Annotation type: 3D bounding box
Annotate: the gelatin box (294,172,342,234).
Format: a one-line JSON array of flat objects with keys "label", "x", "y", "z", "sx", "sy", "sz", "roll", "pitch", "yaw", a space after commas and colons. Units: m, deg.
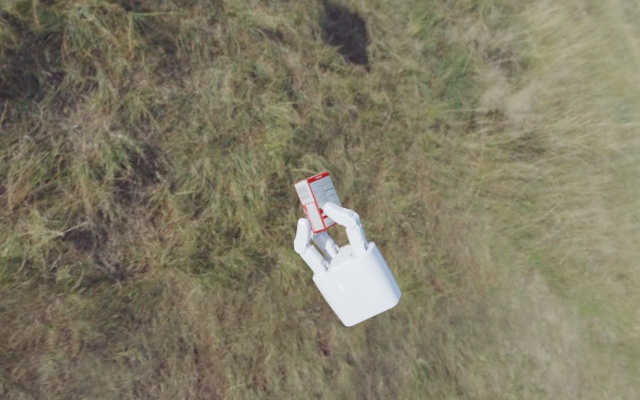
[{"label": "gelatin box", "x": 0.000, "y": 0.002, "z": 0.794, "sx": 0.030, "sy": 0.089, "sz": 0.073, "roll": -19, "pitch": 4, "yaw": 33}]
